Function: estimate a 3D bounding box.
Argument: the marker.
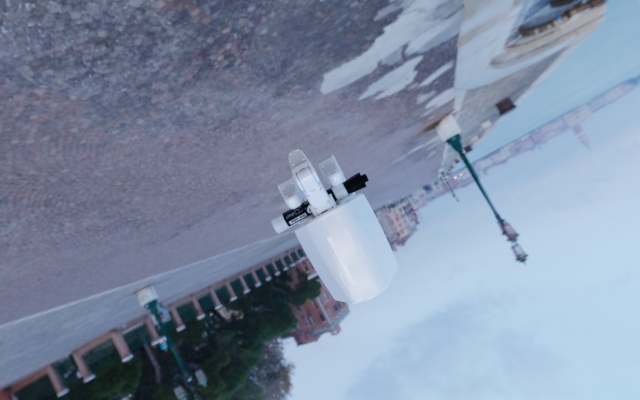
[{"bbox_3d":[0.000,0.002,0.548,0.121,0.020,0.020,-28,-2,3],"label":"marker"}]
